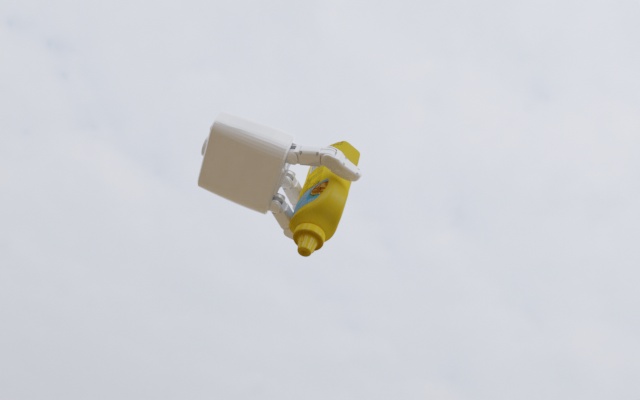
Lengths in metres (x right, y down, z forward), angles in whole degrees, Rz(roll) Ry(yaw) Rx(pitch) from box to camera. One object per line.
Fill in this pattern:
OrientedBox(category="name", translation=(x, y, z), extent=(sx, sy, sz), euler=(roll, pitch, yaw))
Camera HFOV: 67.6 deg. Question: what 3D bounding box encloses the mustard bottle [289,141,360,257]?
OrientedBox(category="mustard bottle", translation=(0.000, 0.002, 0.660), extent=(0.058, 0.191, 0.096), euler=(39, -50, -17))
